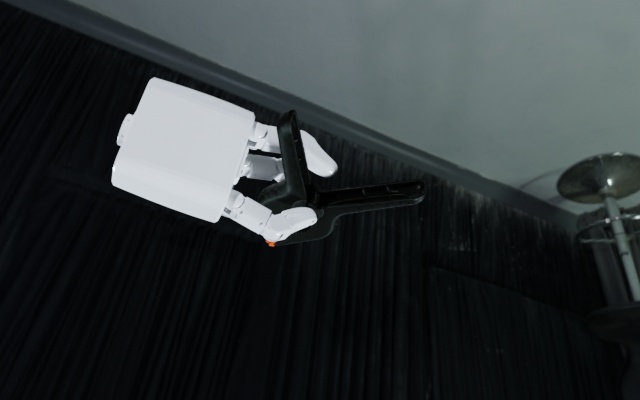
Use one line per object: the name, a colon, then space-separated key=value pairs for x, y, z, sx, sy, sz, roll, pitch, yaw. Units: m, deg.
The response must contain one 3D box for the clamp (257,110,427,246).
clamp: x=0.000 y=0.003 z=0.519 sx=0.164 sy=0.036 sz=0.210 roll=22 pitch=-37 yaw=-13
